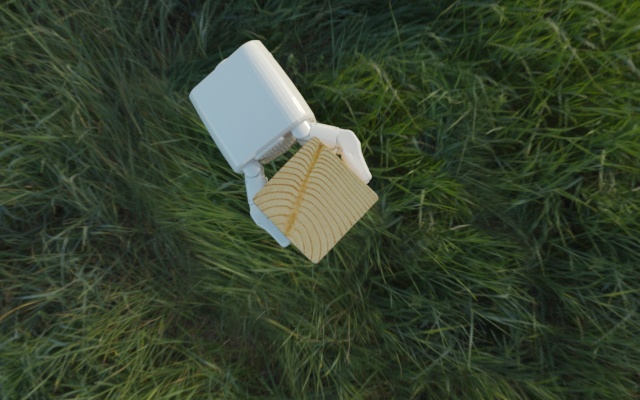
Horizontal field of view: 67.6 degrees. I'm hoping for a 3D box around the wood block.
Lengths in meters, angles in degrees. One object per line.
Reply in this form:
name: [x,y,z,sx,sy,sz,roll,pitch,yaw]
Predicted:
wood block: [0.000,0.002,0.556,0.090,0.091,0.206,45,1,3]
